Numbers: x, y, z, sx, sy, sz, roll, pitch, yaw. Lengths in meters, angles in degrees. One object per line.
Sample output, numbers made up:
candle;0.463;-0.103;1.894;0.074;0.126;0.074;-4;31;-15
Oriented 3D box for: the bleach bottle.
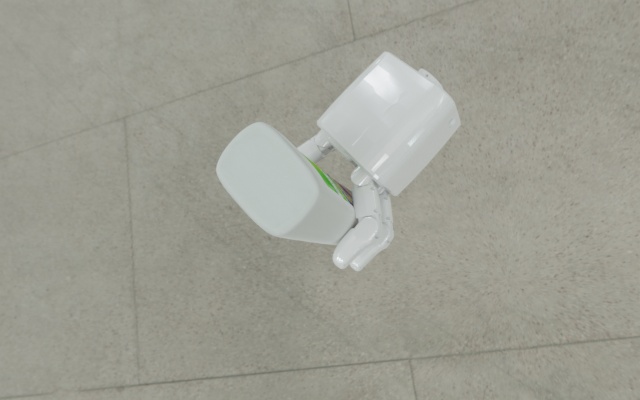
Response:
bleach bottle;0.000;0.002;0.504;0.102;0.068;0.251;47;9;21
